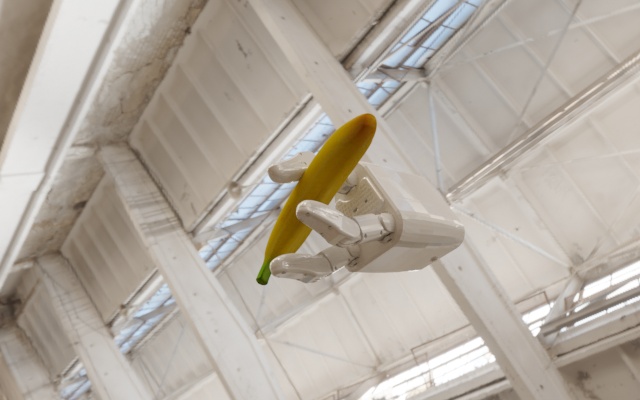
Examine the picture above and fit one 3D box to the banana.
[{"bbox_3d":[-0.003,-0.005,0.459,0.037,0.198,0.069,24,24,-18],"label":"banana"}]
